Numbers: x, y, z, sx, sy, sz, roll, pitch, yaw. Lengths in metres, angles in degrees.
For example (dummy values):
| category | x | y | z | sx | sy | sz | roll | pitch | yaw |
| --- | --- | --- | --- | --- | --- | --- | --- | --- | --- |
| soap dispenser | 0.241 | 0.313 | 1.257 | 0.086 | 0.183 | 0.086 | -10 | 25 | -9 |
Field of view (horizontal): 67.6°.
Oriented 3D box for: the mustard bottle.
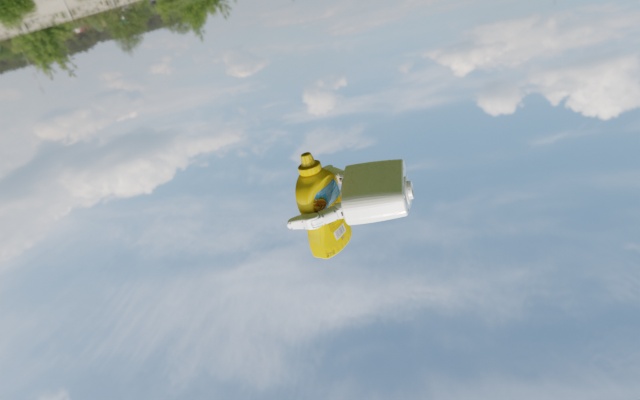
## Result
| category | x | y | z | sx | sy | sz | roll | pitch | yaw |
| --- | --- | --- | --- | --- | --- | --- | --- | --- | --- |
| mustard bottle | 0.000 | 0.003 | 0.857 | 0.058 | 0.192 | 0.096 | 6 | 34 | 38 |
